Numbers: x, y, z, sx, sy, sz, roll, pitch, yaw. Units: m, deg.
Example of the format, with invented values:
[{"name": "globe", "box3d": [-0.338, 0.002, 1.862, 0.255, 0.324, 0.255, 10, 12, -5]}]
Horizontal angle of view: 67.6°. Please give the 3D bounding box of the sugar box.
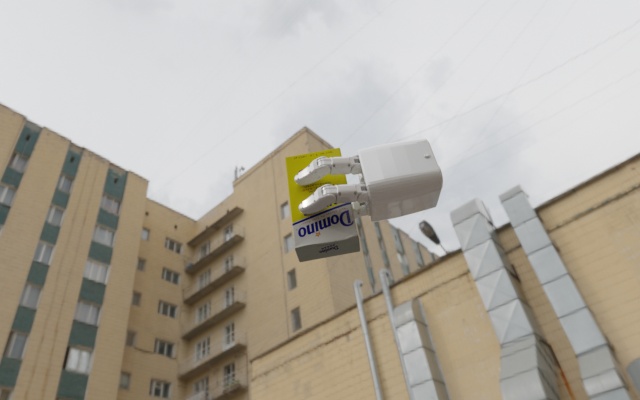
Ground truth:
[{"name": "sugar box", "box3d": [0.000, 0.002, 0.726, 0.093, 0.176, 0.048, -11, -40, 1]}]
